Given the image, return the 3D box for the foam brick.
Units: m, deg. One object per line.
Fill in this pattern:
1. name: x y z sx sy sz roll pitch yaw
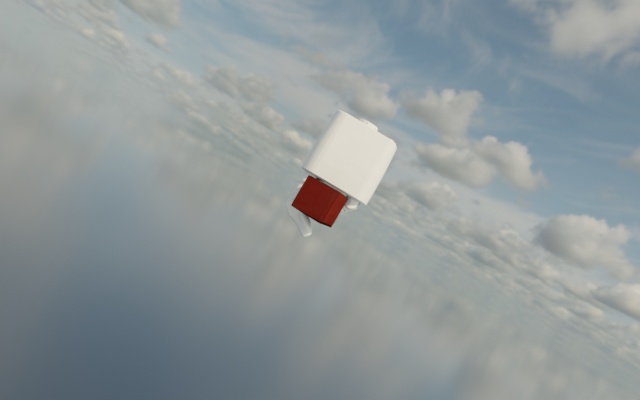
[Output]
1. foam brick: 0.000 0.002 0.689 0.053 0.051 0.078 31 0 13
